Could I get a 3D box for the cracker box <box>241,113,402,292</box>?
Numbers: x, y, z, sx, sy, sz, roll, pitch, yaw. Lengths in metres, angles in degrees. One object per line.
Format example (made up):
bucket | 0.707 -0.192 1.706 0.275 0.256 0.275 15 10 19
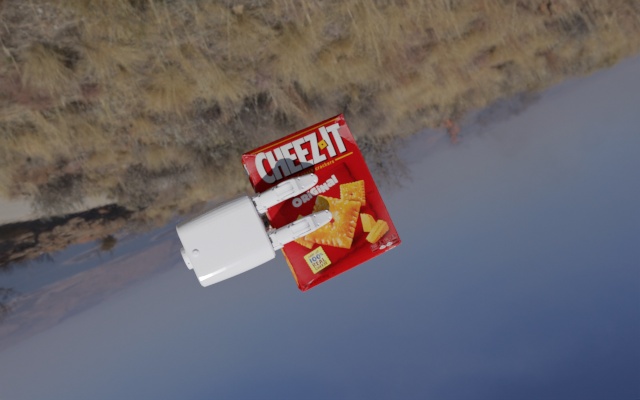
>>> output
cracker box | 0.000 0.002 0.705 0.164 0.213 0.072 -24 -1 -11
